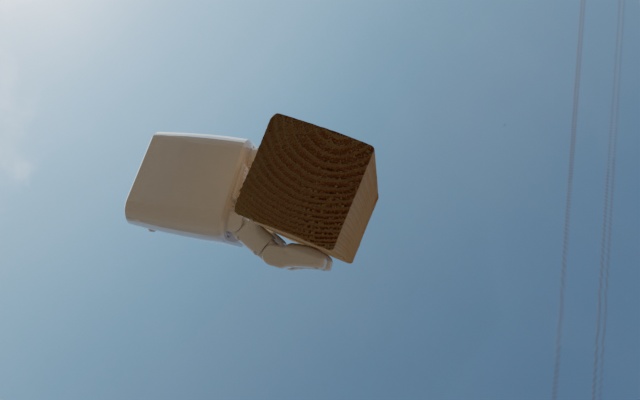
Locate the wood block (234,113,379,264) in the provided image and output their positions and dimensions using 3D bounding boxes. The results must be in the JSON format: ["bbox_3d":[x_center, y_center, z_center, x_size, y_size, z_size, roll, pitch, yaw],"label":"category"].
[{"bbox_3d":[0.000,0.001,0.473,0.090,0.091,0.206,20,-7,11],"label":"wood block"}]
